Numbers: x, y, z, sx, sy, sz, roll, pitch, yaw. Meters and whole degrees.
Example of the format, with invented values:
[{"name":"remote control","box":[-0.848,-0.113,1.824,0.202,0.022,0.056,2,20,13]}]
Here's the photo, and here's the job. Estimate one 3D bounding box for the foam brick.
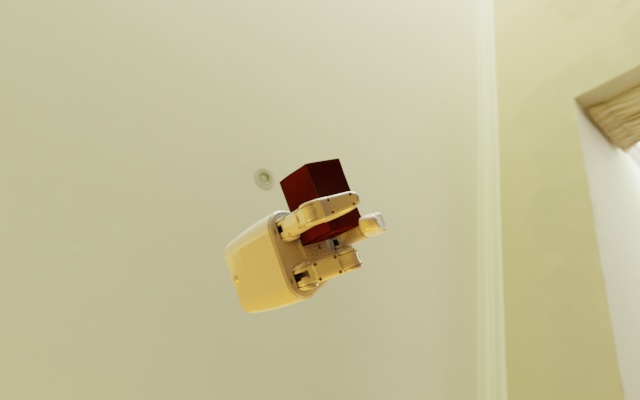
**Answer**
[{"name":"foam brick","box":[0.000,0.001,0.516,0.053,0.078,0.051,-11,-13,-43]}]
